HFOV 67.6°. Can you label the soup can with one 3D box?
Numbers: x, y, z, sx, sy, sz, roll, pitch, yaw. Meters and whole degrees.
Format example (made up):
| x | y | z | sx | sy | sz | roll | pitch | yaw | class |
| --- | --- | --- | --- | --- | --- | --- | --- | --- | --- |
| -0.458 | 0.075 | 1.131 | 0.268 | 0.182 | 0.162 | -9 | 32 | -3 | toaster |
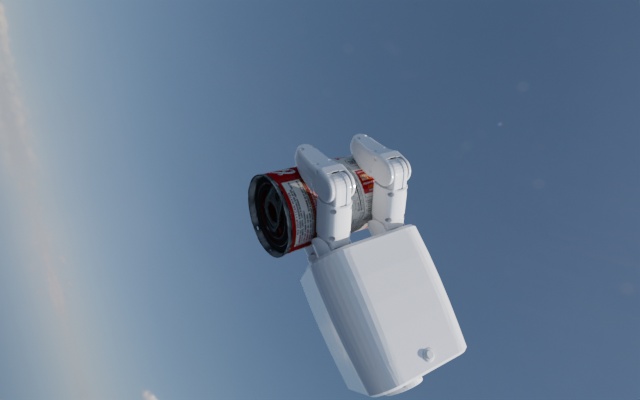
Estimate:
| x | y | z | sx | sy | sz | roll | pitch | yaw | class |
| --- | --- | --- | --- | --- | --- | --- | --- | --- | --- |
| 0.000 | 0.001 | 0.401 | 0.102 | 0.068 | 0.068 | -15 | 8 | -30 | soup can |
